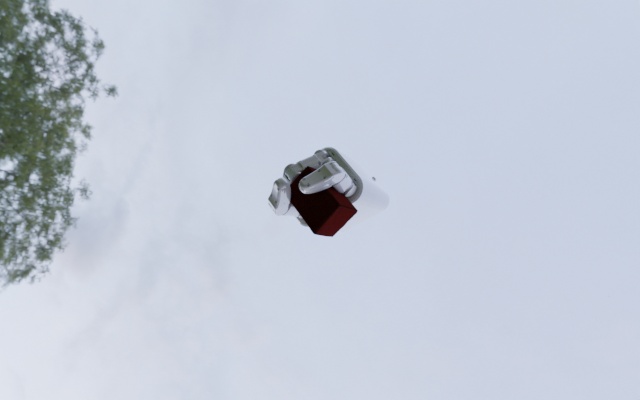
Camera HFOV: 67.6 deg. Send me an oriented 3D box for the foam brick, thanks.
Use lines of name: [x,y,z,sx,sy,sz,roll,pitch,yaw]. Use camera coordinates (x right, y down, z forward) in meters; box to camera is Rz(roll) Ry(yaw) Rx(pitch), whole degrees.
foam brick: [0.000,0.002,0.628,0.078,0.053,0.051,52,17,28]
